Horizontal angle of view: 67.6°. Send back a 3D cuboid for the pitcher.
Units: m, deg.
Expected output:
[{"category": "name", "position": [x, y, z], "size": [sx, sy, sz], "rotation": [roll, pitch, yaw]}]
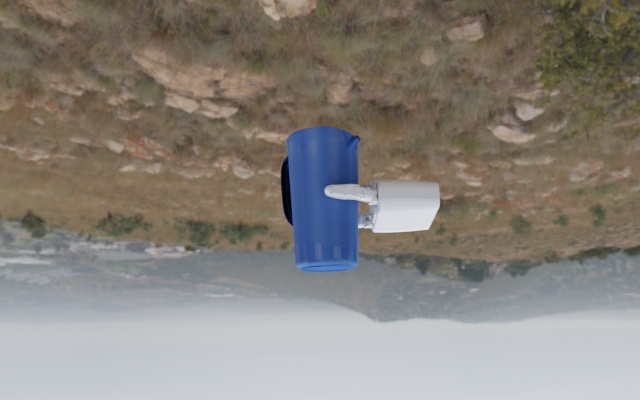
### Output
[{"category": "pitcher", "position": [0.000, 0.003, 0.856], "size": [0.145, 0.242, 0.149], "rotation": [-1, -14, -3]}]
